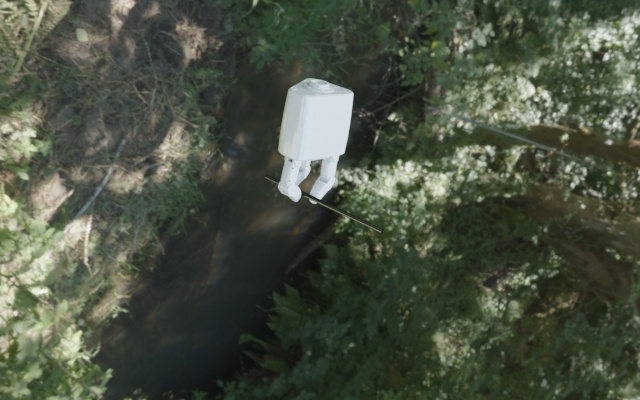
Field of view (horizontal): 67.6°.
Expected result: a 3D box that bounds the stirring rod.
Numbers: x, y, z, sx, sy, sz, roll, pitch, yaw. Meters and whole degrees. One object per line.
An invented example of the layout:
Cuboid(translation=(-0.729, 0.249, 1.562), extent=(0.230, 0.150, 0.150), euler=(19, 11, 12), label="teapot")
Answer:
Cuboid(translation=(0.000, 0.003, 0.807), extent=(0.239, 0.011, 0.011), euler=(25, 12, 26), label="stirring rod")
